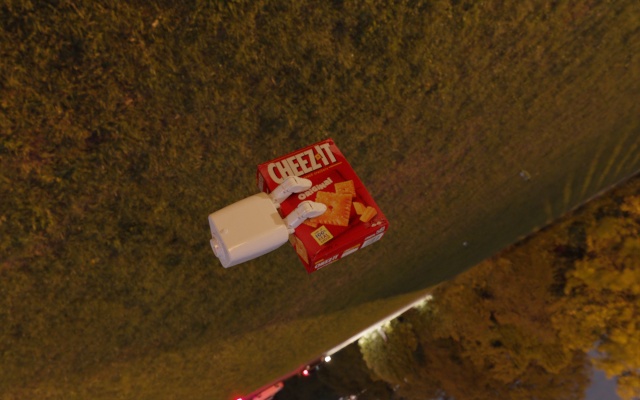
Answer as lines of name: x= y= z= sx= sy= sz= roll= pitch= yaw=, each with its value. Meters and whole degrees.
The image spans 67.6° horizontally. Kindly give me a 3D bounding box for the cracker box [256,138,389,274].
cracker box: x=0.000 y=0.003 z=0.882 sx=0.164 sy=0.213 sz=0.072 roll=-23 pitch=-23 yaw=-21
